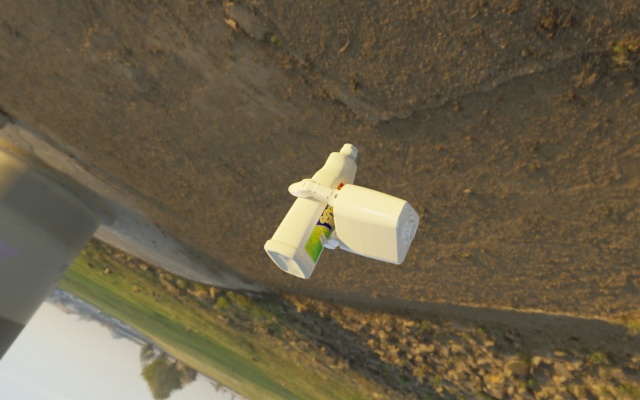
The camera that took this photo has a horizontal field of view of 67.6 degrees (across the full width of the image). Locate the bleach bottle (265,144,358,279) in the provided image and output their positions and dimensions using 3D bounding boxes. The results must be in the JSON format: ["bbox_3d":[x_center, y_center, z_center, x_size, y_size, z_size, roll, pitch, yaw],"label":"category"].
[{"bbox_3d":[0.000,0.003,0.820,0.068,0.250,0.103,16,-26,26],"label":"bleach bottle"}]
